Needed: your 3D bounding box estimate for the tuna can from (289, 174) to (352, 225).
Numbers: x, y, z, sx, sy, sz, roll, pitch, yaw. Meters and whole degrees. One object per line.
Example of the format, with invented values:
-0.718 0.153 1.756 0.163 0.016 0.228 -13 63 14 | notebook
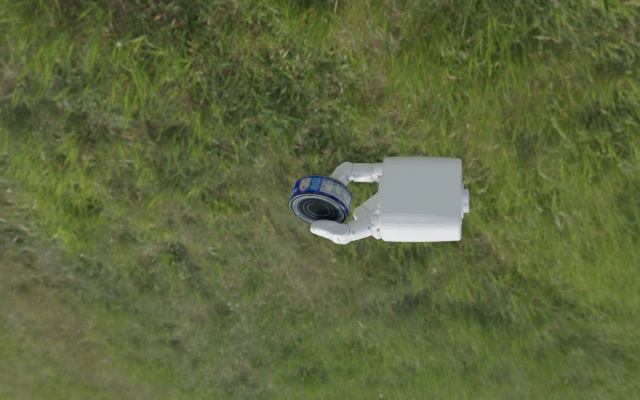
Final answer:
0.000 0.003 0.672 0.086 0.033 0.086 11 -33 7 | tuna can
